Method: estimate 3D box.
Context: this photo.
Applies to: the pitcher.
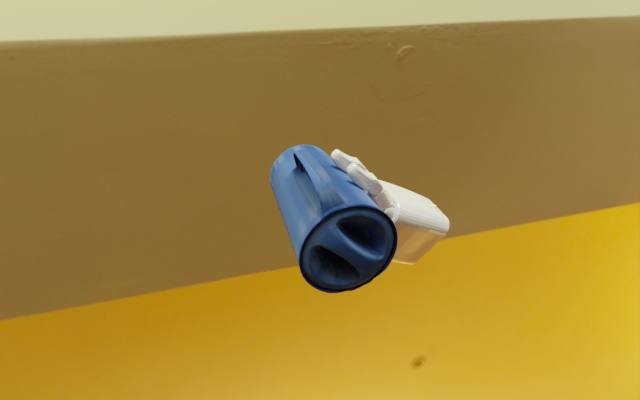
[{"bbox_3d":[0.000,0.002,0.689,0.145,0.149,0.242,16,22,-27],"label":"pitcher"}]
